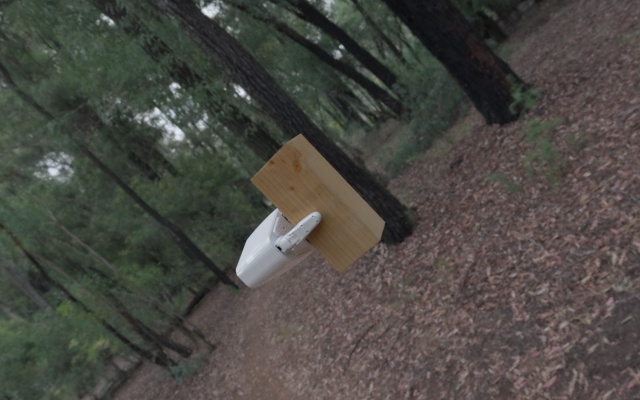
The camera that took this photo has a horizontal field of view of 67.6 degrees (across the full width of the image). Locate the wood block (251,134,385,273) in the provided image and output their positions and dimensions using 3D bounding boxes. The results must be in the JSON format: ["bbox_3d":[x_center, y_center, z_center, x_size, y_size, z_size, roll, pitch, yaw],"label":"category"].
[{"bbox_3d":[0.000,0.003,0.774,0.090,0.206,0.090,-43,4,21],"label":"wood block"}]
